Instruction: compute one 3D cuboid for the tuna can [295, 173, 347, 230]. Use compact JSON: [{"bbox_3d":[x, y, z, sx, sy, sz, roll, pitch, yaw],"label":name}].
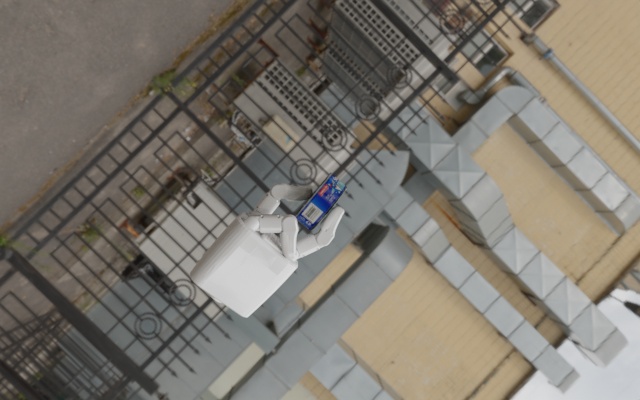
[{"bbox_3d":[0.001,0.003,0.700,0.034,0.086,0.086,40,-2,-2],"label":"tuna can"}]
